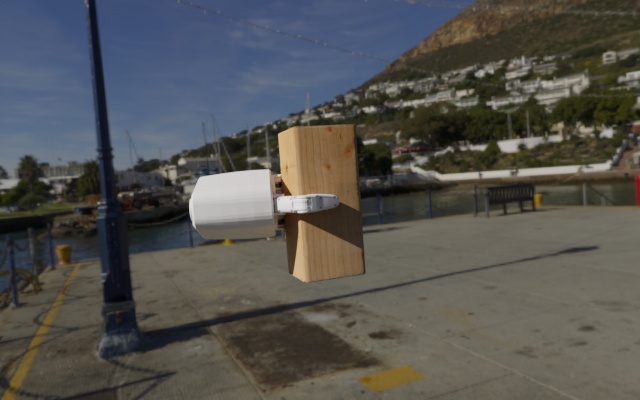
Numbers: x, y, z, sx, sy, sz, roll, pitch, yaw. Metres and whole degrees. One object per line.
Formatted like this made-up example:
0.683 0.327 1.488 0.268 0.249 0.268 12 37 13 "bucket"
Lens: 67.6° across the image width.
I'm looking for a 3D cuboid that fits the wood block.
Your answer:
0.000 0.002 0.678 0.090 0.206 0.091 -5 3 -19 "wood block"
